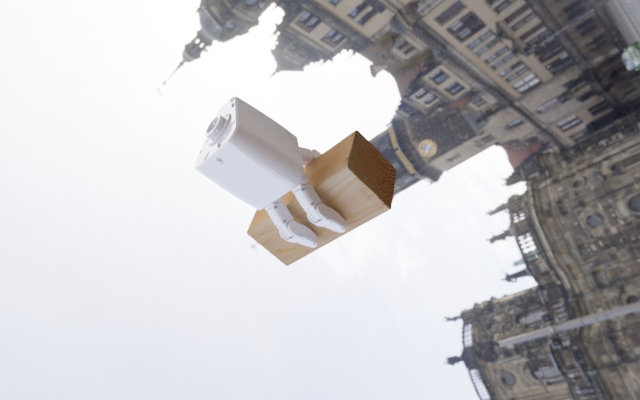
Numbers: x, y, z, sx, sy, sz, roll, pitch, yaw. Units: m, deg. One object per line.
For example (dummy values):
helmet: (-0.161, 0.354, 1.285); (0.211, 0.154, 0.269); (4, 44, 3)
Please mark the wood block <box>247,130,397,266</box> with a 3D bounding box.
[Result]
wood block: (0.000, 0.002, 0.694); (0.206, 0.090, 0.090); (-32, -63, 35)
